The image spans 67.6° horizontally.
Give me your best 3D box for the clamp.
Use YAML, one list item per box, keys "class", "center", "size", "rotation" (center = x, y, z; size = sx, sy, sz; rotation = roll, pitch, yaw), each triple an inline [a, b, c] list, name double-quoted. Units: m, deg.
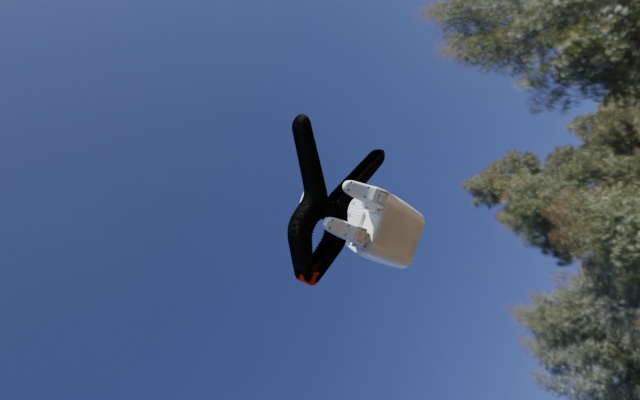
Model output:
- class: "clamp"
  center: [0.000, 0.002, 0.617]
  size: [0.164, 0.210, 0.036]
  rotation: [25, -8, -41]
